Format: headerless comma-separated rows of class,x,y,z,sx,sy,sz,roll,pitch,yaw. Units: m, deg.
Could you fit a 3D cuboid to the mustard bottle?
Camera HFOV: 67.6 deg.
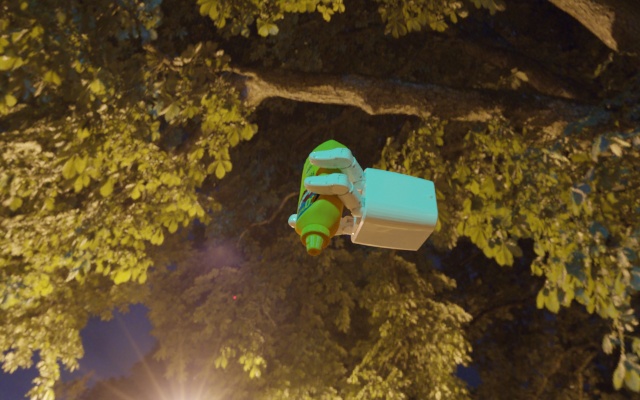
mustard bottle,0.000,0.002,0.707,0.058,0.191,0.096,27,-48,-19
